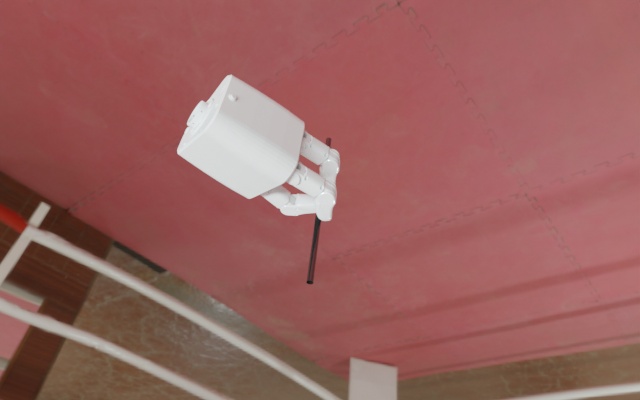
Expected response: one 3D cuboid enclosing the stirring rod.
[{"bbox_3d":[0.000,0.002,0.615,0.011,0.239,0.011,4,-41,4],"label":"stirring rod"}]
